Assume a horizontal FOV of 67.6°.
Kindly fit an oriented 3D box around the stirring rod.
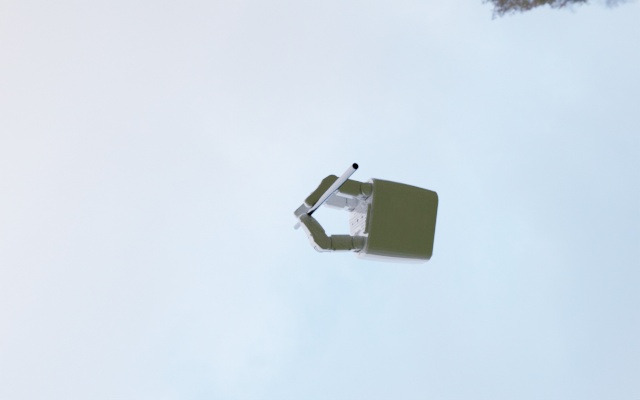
[{"bbox_3d":[0.000,0.002,0.613,0.011,0.011,0.240,0,-19,-19],"label":"stirring rod"}]
